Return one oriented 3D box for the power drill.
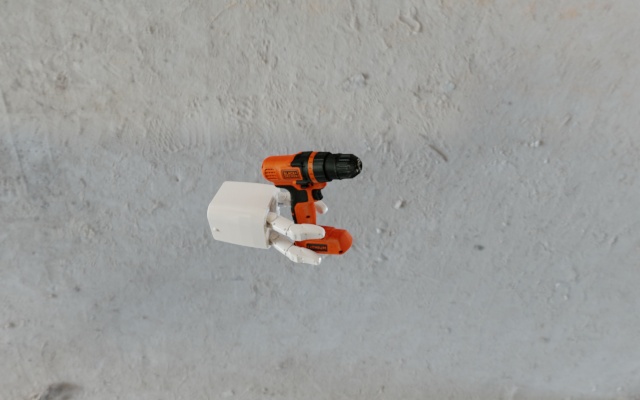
[{"bbox_3d":[0.000,0.003,0.825,0.184,0.188,0.057,2,30,30],"label":"power drill"}]
